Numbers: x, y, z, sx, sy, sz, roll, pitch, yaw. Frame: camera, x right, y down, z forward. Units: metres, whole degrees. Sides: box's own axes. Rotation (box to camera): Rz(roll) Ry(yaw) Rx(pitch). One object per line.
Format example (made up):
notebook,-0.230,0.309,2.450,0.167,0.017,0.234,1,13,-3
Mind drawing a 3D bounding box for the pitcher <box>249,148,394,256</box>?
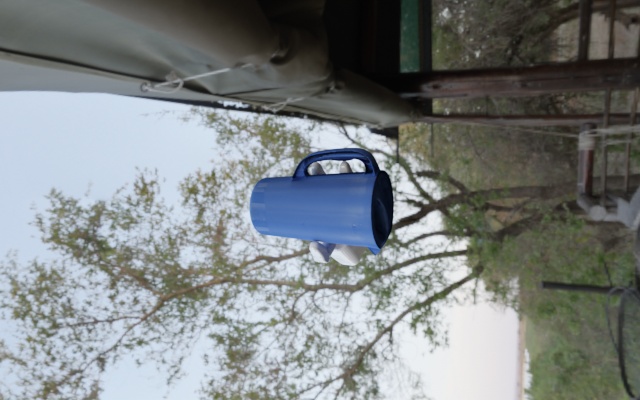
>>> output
pitcher,0.000,0.003,0.842,0.243,0.149,0.145,1,-24,23
